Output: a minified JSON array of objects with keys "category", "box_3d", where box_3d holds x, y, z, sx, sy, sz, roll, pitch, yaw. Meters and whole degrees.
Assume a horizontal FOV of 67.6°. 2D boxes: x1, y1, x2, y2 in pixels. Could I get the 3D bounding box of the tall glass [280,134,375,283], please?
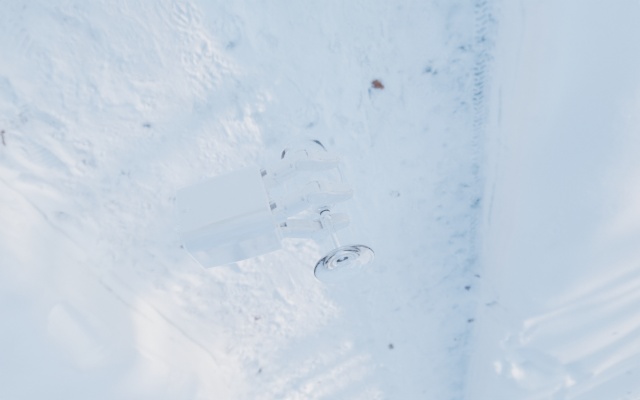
[{"category":"tall glass","box_3d":[0.000,0.003,0.613,0.079,0.201,0.079,-12,-39,-10]}]
